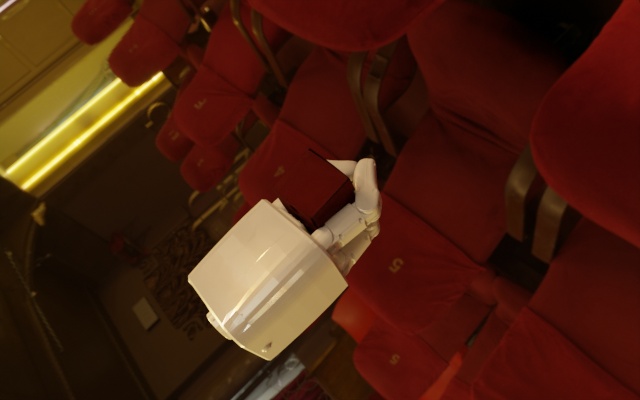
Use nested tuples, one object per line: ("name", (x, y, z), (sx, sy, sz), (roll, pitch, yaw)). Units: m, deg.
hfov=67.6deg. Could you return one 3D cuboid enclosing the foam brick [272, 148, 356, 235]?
("foam brick", (0.000, 0.001, 0.444), (0.053, 0.051, 0.078), (39, -11, 29))
